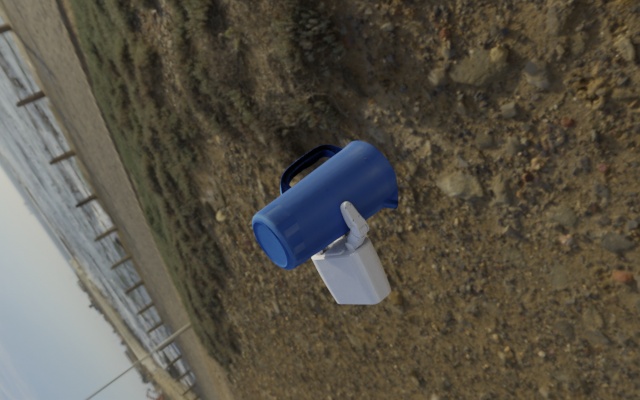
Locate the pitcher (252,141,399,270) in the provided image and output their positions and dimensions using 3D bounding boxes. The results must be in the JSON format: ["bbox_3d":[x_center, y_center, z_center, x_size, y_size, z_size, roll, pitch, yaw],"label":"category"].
[{"bbox_3d":[0.000,0.003,0.820,0.242,0.145,0.149,-35,19,-27],"label":"pitcher"}]
